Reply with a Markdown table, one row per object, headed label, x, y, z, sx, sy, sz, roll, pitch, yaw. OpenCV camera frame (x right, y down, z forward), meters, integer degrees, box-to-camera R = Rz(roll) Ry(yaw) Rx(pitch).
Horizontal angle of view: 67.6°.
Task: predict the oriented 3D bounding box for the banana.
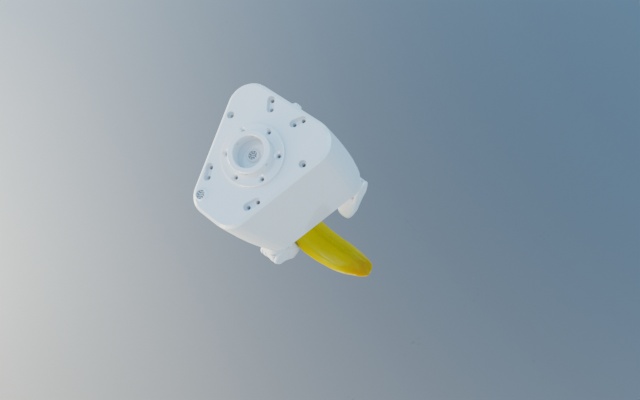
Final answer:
| label | x | y | z | sx | sy | sz | roll | pitch | yaw |
| --- | --- | --- | --- | --- | --- | --- | --- | --- | --- |
| banana | -0.018 | 0.008 | 0.528 | 0.069 | 0.197 | 0.037 | -29 | -19 | 1 |
